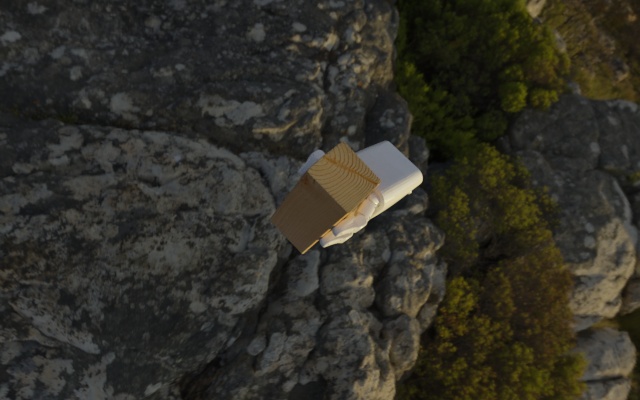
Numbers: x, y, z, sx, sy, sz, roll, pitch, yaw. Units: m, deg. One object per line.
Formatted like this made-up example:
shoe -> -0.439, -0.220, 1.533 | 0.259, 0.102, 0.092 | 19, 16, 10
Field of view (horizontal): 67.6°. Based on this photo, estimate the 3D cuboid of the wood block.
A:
wood block -> 0.000, 0.002, 0.803 | 0.090, 0.091, 0.206 | -42, -3, -32
